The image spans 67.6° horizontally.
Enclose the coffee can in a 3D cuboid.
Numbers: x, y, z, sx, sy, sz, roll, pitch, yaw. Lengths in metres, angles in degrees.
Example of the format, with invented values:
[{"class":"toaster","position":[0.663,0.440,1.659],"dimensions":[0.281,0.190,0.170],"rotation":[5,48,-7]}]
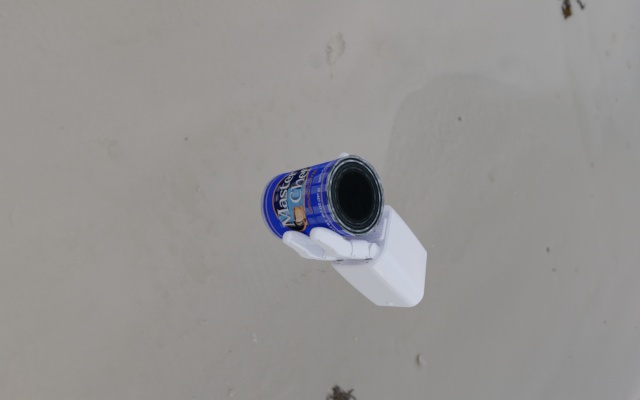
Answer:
[{"class":"coffee can","position":[0.000,0.002,0.646],"dimensions":[0.103,0.103,0.140],"rotation":[0,-7,-42]}]
